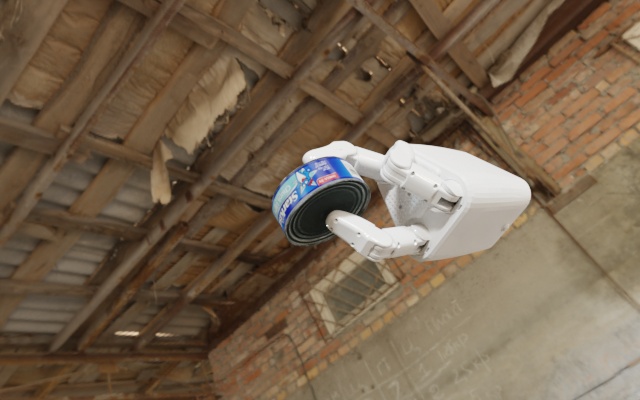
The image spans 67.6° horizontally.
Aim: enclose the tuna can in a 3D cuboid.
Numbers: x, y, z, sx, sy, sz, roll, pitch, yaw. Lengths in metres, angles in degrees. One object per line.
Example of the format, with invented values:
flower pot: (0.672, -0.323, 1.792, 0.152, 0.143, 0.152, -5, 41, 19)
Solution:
tuna can: (0.000, 0.001, 0.431, 0.086, 0.033, 0.086, -23, -33, -16)
